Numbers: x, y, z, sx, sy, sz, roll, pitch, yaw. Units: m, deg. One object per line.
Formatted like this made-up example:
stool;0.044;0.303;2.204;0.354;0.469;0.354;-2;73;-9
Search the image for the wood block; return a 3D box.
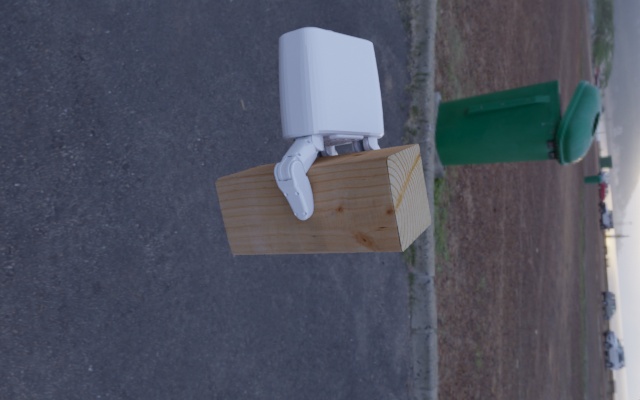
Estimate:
wood block;0.000;0.001;0.514;0.206;0.090;0.091;-5;12;32
